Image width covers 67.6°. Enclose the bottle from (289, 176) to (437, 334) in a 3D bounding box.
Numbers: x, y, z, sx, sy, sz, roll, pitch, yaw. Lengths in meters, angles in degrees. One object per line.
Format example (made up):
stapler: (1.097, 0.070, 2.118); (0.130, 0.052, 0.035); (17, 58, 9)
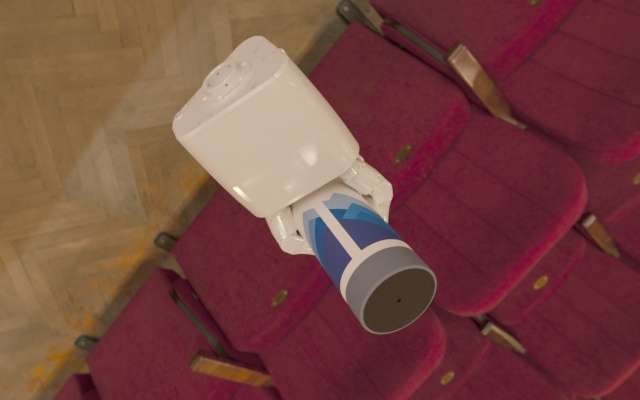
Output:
bottle: (0.000, 0.002, 0.468); (0.069, 0.069, 0.295); (0, 30, -28)
